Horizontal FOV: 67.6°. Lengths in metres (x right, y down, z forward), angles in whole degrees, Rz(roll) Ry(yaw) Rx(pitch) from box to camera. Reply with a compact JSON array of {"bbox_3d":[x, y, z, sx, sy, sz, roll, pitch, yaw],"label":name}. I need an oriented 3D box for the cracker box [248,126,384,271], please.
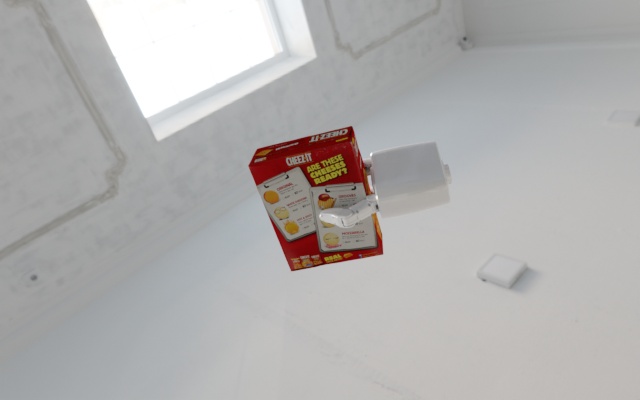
[{"bbox_3d":[0.000,0.003,0.776,0.164,0.214,0.072,-12,30,12],"label":"cracker box"}]
